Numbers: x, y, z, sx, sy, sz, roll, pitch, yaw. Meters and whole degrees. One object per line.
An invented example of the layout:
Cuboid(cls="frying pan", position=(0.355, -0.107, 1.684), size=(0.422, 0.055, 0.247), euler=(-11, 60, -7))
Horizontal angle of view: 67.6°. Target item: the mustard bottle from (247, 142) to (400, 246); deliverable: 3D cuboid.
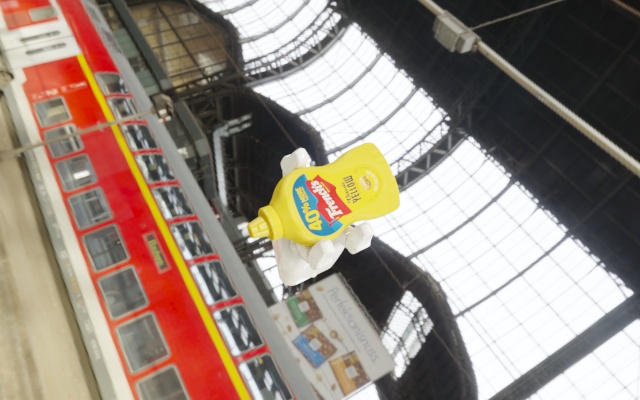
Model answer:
Cuboid(cls="mustard bottle", position=(0.000, 0.002, 0.584), size=(0.191, 0.096, 0.058), euler=(-23, 1, -22))
